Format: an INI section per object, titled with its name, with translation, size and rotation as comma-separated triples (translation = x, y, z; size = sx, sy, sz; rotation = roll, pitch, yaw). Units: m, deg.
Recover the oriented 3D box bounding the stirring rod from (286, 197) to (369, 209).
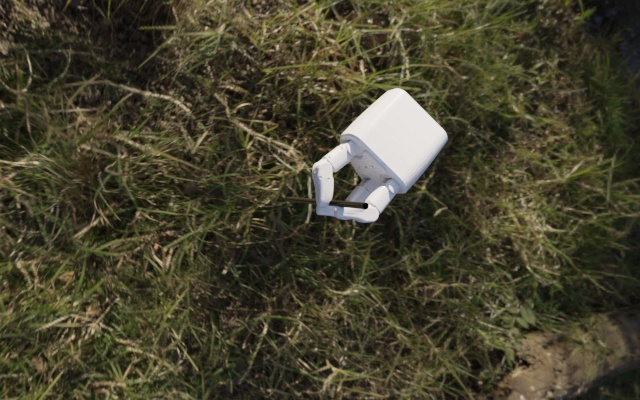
[stirring rod]
translation = 0.000, 0.002, 0.660
size = 0.011, 0.011, 0.239
rotation = 0, 2, -26
